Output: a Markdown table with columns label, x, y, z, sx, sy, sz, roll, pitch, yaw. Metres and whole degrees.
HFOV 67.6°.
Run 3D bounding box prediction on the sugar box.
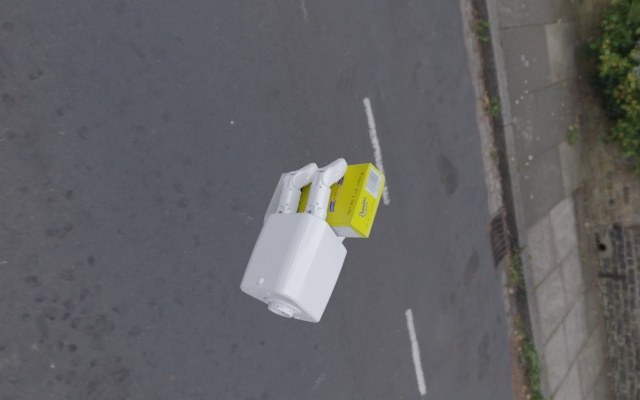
| label | x | y | z | sx | sy | sz | roll | pitch | yaw |
| --- | --- | --- | --- | --- | --- | --- | --- | --- | --- |
| sugar box | 0.000 | 0.002 | 0.672 | 0.176 | 0.093 | 0.048 | -2 | -31 | 42 |
